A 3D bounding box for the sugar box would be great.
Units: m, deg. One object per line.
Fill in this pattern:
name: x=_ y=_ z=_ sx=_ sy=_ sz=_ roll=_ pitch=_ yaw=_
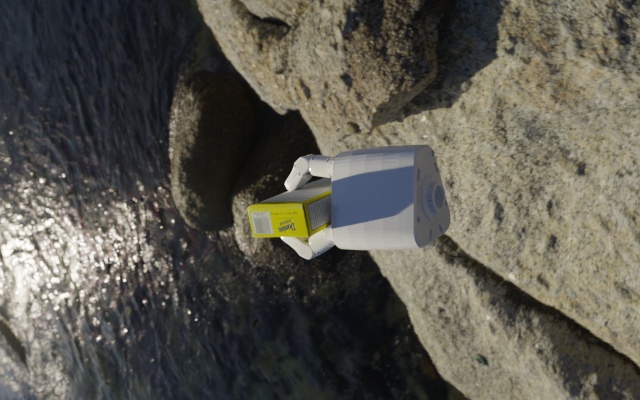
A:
sugar box: x=0.000 y=0.003 z=0.619 sx=0.093 sy=0.048 sz=0.176 roll=-2 pitch=11 yaw=39
